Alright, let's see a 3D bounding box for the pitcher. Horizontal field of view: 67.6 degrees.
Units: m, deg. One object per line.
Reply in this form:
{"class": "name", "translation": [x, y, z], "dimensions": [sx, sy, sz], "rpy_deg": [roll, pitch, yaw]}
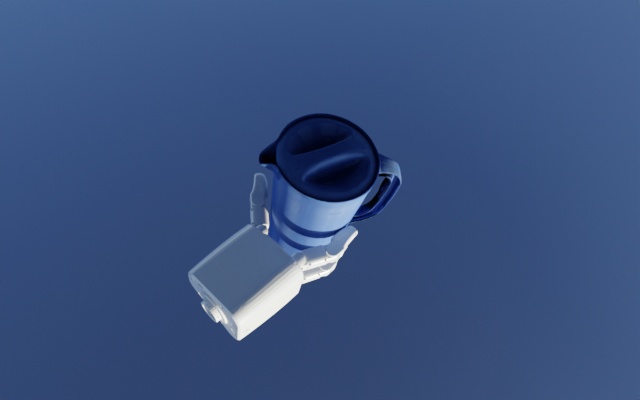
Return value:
{"class": "pitcher", "translation": [0.000, 0.002, 0.684], "dimensions": [0.145, 0.149, 0.243], "rpy_deg": [-41, -15, -28]}
